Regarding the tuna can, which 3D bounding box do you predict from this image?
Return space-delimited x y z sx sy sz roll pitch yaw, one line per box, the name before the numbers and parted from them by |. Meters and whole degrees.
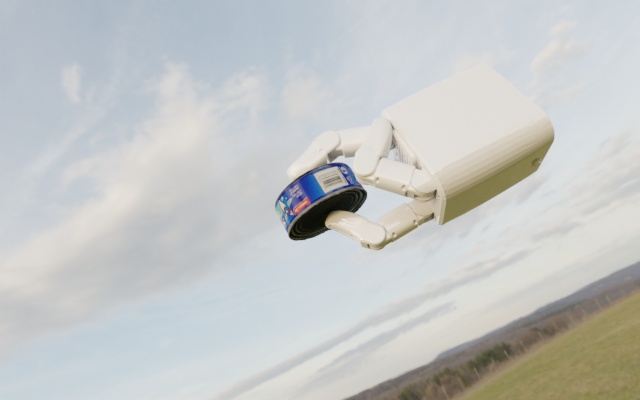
tuna can | 0.000 0.001 0.459 0.086 0.033 0.086 -26 -21 -11
